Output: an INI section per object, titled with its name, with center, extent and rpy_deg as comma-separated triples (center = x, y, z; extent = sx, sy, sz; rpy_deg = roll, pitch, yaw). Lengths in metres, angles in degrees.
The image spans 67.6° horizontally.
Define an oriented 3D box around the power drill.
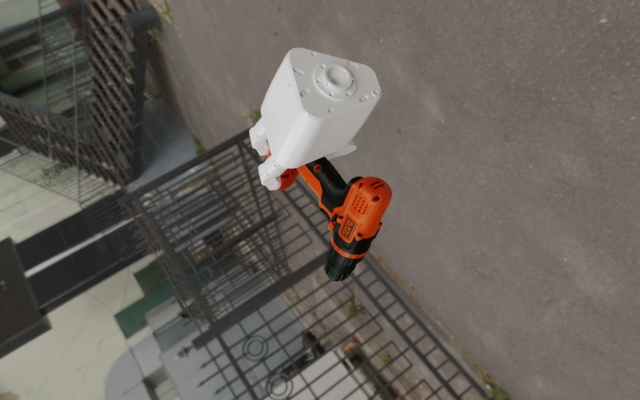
[power drill]
center = 0.000, 0.002, 0.657
extent = 0.187, 0.185, 0.057
rpy_deg = 43, 44, 22
